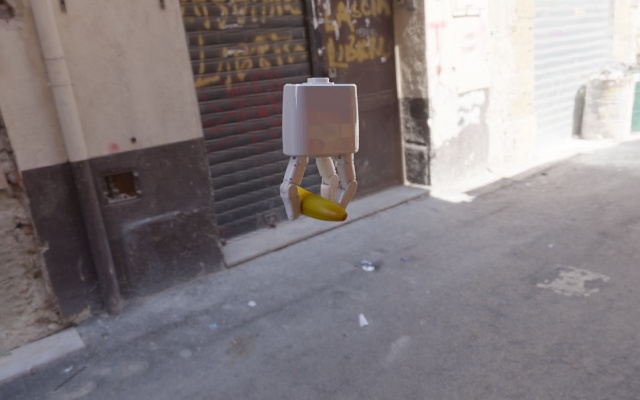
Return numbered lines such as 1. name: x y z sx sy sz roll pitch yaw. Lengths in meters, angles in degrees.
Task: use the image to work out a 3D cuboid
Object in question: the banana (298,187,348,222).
1. banana: -0.019 0.001 0.783 0.069 0.037 0.197 2 9 -17
